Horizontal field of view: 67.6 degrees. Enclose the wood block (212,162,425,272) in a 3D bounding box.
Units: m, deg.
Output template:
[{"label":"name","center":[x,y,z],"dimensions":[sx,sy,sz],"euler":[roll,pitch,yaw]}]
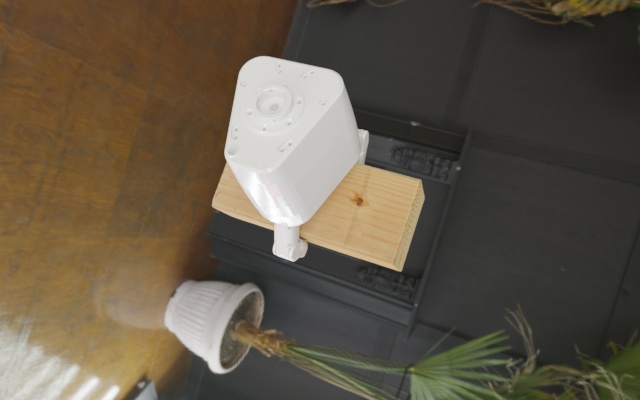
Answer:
[{"label":"wood block","center":[0.000,0.002,0.529],"dimensions":[0.206,0.091,0.090],"euler":[17,-8,17]}]
